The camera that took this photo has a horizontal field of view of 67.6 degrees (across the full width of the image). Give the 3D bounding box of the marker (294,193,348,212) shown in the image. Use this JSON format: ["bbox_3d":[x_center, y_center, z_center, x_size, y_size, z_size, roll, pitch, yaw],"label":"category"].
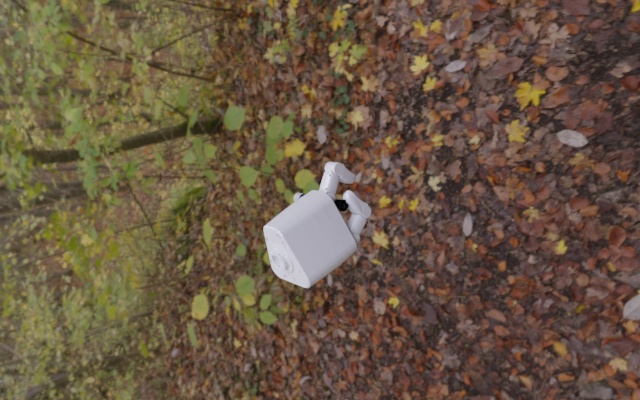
[{"bbox_3d":[0.000,0.002,0.777,0.020,0.020,0.121,0,6,-41],"label":"marker"}]
